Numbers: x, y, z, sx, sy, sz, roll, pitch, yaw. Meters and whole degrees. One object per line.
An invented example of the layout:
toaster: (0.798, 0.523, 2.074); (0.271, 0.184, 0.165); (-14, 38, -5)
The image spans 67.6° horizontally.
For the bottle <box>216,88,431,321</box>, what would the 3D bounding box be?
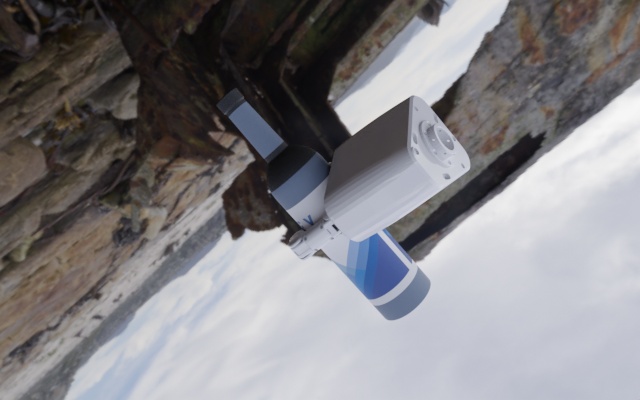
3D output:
bottle: (0.000, 0.002, 0.512); (0.069, 0.296, 0.069); (-41, 9, 8)
